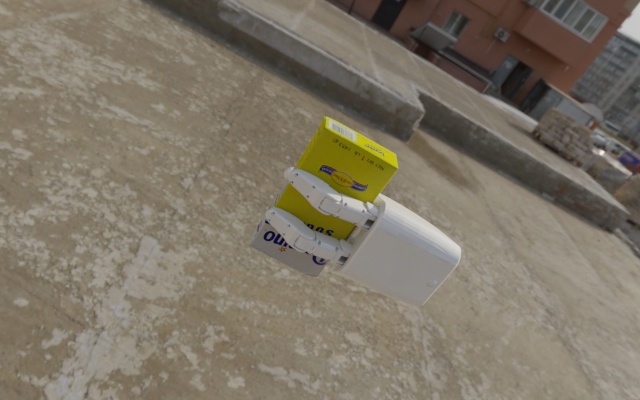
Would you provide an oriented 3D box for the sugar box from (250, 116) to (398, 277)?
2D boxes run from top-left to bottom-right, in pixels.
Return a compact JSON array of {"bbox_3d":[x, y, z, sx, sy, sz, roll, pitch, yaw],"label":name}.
[{"bbox_3d":[0.000,0.002,0.543,0.093,0.176,0.048,28,25,-11],"label":"sugar box"}]
